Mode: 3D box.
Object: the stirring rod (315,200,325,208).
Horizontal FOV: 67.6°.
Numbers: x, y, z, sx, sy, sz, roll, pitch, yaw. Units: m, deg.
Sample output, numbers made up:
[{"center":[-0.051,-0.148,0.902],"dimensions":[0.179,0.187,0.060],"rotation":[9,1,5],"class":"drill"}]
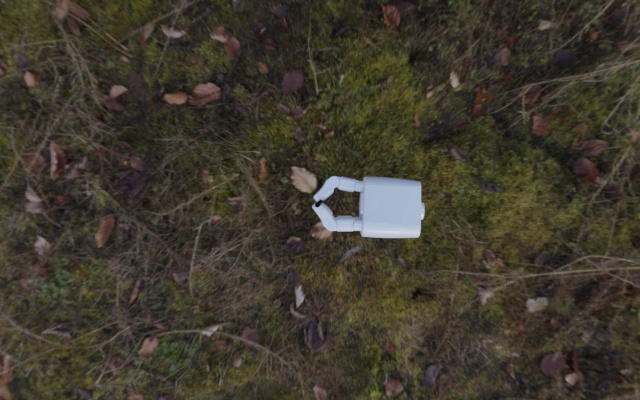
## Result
[{"center":[0.000,0.003,0.881],"dimensions":[0.011,0.011,0.239],"rotation":[0,2,2],"class":"stirring rod"}]
